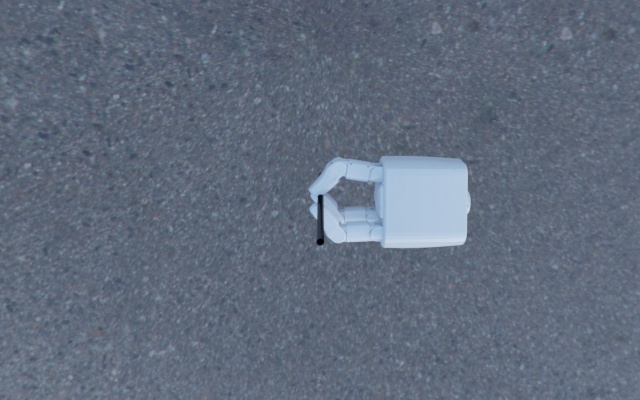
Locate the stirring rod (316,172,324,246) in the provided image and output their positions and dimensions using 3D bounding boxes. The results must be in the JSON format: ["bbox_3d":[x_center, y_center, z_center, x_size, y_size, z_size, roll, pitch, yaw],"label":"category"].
[{"bbox_3d":[0.000,0.002,0.599,0.011,0.011,0.239,0,20,0],"label":"stirring rod"}]
